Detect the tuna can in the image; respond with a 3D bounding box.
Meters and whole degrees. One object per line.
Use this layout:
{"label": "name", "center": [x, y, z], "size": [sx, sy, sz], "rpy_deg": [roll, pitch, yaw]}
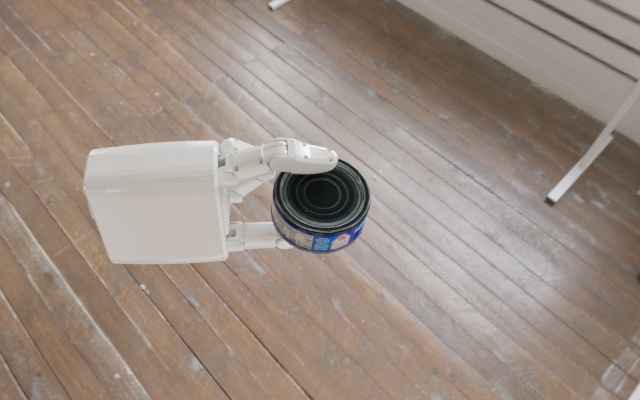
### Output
{"label": "tuna can", "center": [0.000, 0.001, 0.417], "size": [0.086, 0.086, 0.034], "rpy_deg": [0, -35, -8]}
